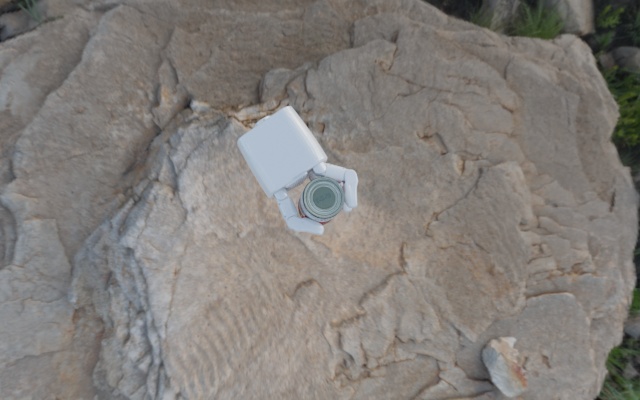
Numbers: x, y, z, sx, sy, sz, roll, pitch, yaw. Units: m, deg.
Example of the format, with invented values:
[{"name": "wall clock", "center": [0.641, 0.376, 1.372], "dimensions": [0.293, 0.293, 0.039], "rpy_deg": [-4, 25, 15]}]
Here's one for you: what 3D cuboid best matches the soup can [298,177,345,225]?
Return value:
[{"name": "soup can", "center": [0.000, 0.003, 0.781], "dimensions": [0.068, 0.068, 0.102], "rpy_deg": [0, -9, -6]}]
